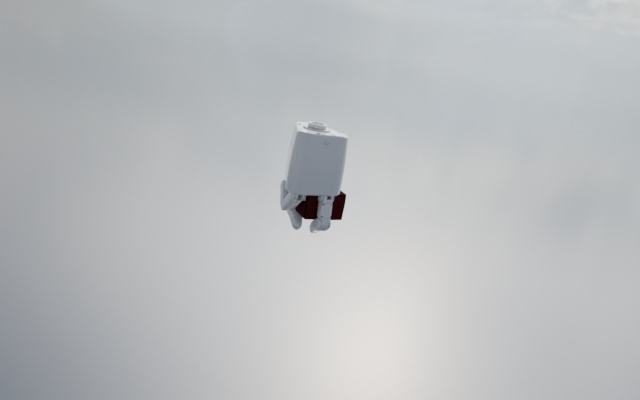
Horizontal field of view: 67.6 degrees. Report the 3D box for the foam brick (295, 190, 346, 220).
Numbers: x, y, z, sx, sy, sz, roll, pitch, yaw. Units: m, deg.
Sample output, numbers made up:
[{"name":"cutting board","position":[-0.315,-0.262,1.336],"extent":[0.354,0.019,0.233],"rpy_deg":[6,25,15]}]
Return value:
[{"name":"foam brick","position":[0.000,0.003,0.878],"extent":[0.078,0.051,0.053],"rpy_deg":[2,19,-25]}]
